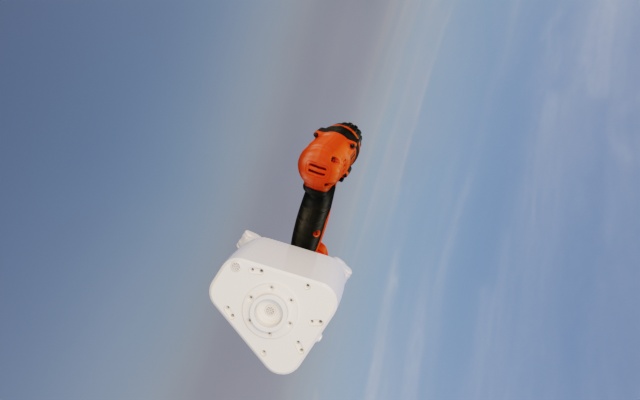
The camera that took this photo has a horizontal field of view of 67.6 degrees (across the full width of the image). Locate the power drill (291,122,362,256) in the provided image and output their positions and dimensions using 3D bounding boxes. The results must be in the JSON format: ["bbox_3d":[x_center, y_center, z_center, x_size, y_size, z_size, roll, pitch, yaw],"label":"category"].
[{"bbox_3d":[0.000,0.002,0.572,0.057,0.188,0.184,17,21,10],"label":"power drill"}]
